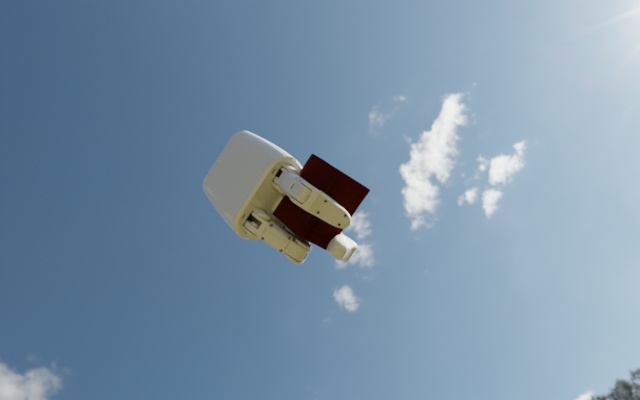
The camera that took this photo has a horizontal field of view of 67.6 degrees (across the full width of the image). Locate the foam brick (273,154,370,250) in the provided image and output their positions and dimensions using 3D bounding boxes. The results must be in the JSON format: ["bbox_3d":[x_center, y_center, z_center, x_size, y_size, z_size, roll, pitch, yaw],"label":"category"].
[{"bbox_3d":[0.000,0.001,0.489,0.053,0.078,0.051,31,4,-42],"label":"foam brick"}]
